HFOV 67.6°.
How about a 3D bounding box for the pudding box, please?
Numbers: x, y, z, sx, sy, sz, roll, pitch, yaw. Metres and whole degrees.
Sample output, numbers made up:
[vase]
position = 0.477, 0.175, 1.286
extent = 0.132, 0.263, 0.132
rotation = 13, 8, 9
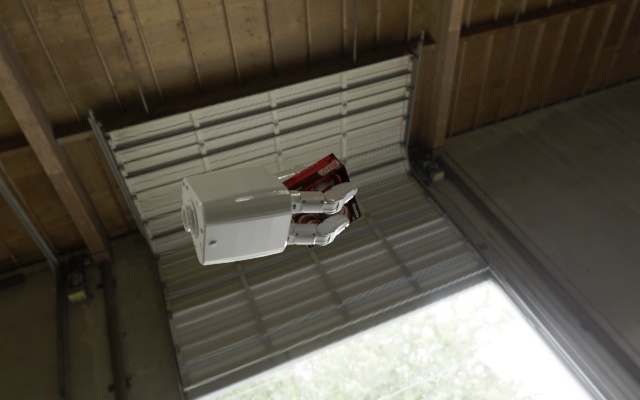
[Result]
[pudding box]
position = 0.000, 0.002, 0.646
extent = 0.090, 0.039, 0.114
rotation = -31, -39, -6
